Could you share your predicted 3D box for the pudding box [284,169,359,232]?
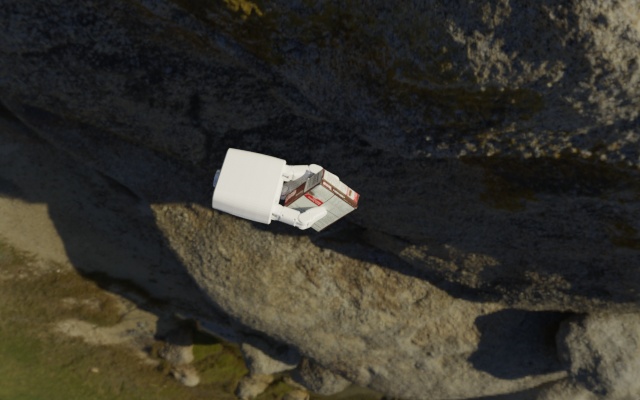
[{"bbox_3d":[0.000,0.003,0.876,0.090,0.039,0.113,34,-44,-24],"label":"pudding box"}]
